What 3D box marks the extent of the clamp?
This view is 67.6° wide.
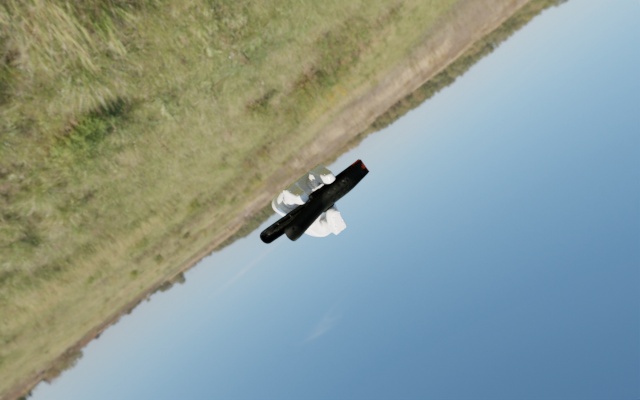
[{"bbox_3d":[0.001,0.003,0.763,0.210,0.036,0.164,-38,9,-13],"label":"clamp"}]
